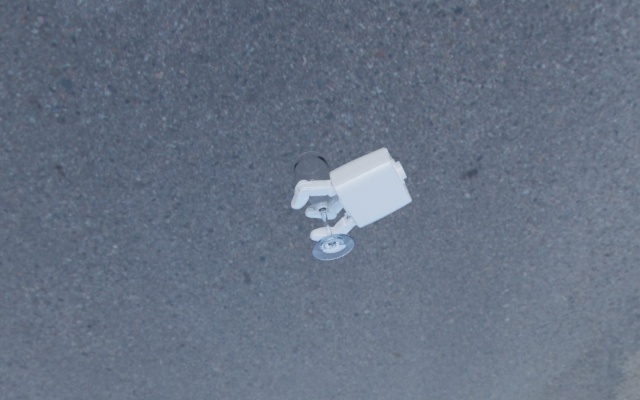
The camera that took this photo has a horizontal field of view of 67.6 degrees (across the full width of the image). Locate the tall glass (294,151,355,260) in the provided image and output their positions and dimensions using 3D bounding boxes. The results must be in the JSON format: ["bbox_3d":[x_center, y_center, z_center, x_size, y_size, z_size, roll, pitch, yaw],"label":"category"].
[{"bbox_3d":[0.000,0.003,0.859,0.079,0.201,0.079,-10,-38,-8],"label":"tall glass"}]
